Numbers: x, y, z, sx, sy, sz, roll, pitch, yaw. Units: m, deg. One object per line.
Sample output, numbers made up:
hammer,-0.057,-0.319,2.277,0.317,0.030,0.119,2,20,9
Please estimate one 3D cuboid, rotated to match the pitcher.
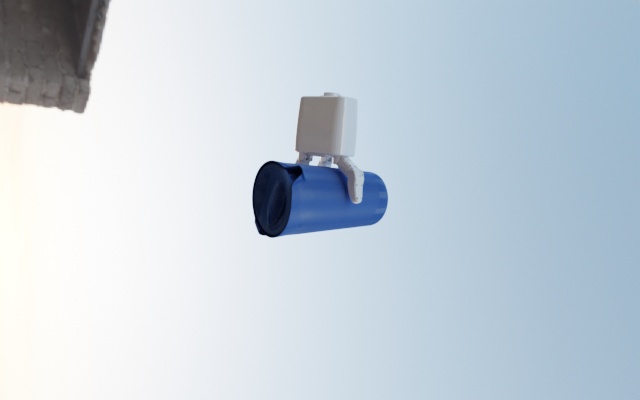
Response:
pitcher,0.000,0.003,0.891,0.243,0.145,0.149,0,7,-37
